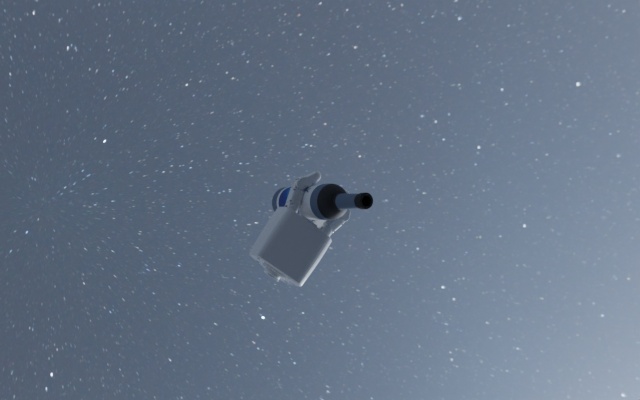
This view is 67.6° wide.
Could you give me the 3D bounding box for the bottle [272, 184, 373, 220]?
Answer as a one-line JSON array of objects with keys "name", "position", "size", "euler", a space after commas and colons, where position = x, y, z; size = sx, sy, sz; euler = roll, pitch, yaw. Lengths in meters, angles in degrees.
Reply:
[{"name": "bottle", "position": [0.000, 0.003, 0.895], "size": [0.069, 0.069, 0.295], "euler": [0, -1, -30]}]
